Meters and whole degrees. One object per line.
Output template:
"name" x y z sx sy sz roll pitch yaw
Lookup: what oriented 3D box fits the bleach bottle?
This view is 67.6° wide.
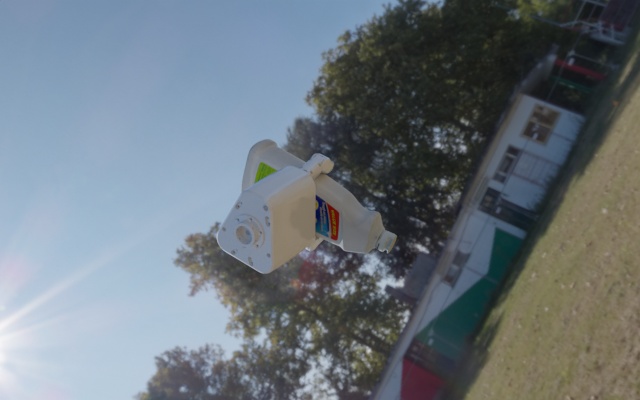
"bleach bottle" 0.000 0.002 0.724 0.251 0.103 0.068 27 30 18
